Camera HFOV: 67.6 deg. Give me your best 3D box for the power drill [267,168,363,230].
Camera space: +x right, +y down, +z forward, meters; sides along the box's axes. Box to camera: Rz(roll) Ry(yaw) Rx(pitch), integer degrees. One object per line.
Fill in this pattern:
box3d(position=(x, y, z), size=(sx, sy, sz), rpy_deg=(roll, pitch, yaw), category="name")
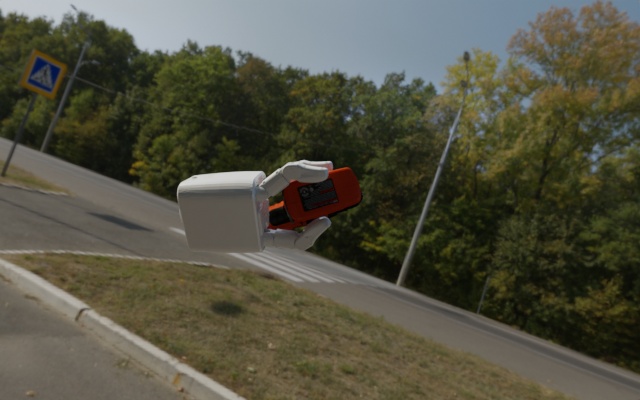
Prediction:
box3d(position=(0.000, 0.002, 0.734), size=(0.184, 0.057, 0.188), rpy_deg=(-18, -7, -15), category="power drill")
